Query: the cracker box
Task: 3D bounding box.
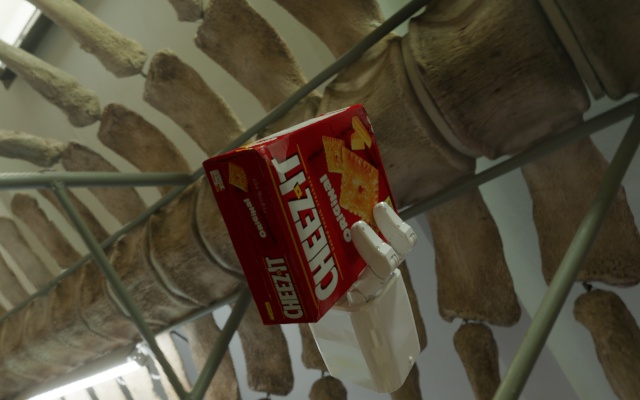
[{"bbox_3d":[0.000,0.002,0.495,0.072,0.164,0.213,-11,14,34],"label":"cracker box"}]
